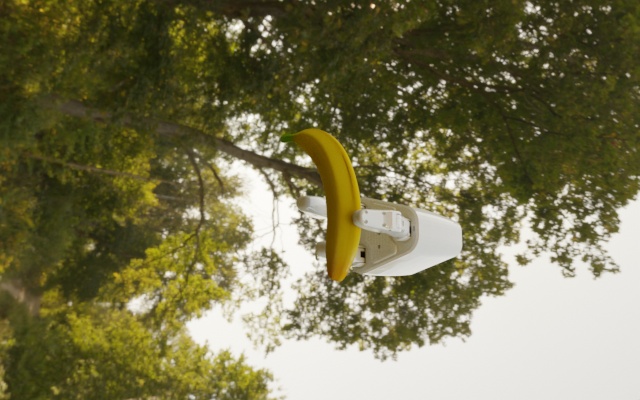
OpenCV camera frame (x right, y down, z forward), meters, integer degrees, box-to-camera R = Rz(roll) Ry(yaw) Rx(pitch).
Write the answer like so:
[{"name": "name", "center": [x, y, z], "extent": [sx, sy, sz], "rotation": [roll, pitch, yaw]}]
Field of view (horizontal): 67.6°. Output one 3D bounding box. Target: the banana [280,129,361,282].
[{"name": "banana", "center": [0.011, -0.011, 0.531], "extent": [0.037, 0.197, 0.070], "rotation": [13, -42, -45]}]
